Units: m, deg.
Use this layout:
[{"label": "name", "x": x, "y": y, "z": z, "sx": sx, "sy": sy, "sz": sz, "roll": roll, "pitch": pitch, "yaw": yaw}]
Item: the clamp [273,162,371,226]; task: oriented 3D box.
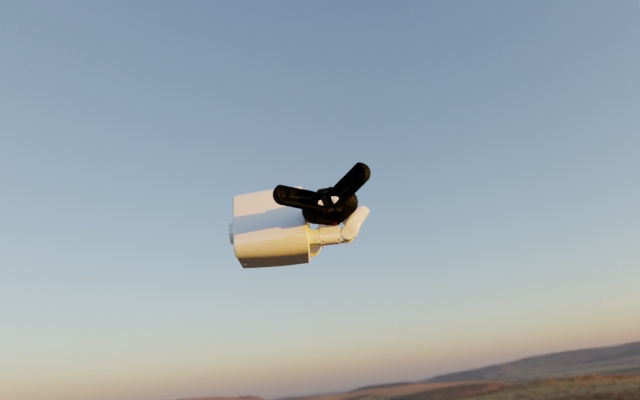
[{"label": "clamp", "x": 0.000, "y": 0.002, "z": 0.636, "sx": 0.120, "sy": 0.039, "sz": 0.171, "roll": -7, "pitch": -22, "yaw": -4}]
